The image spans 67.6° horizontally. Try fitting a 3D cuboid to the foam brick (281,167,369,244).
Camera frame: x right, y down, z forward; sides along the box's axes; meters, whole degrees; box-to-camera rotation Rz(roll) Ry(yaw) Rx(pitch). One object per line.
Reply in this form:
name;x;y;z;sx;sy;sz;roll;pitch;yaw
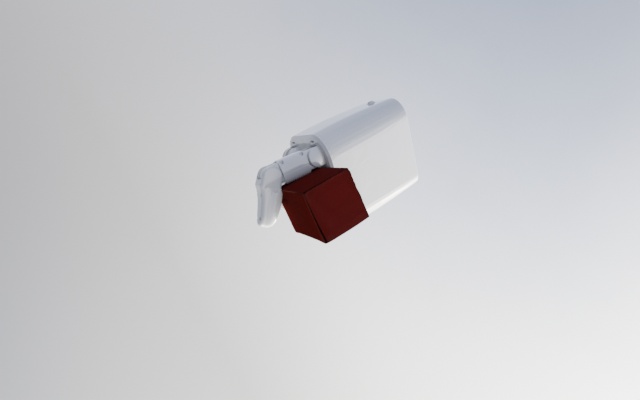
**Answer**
foam brick;0.000;0.002;0.457;0.051;0.053;0.078;-29;16;-19
